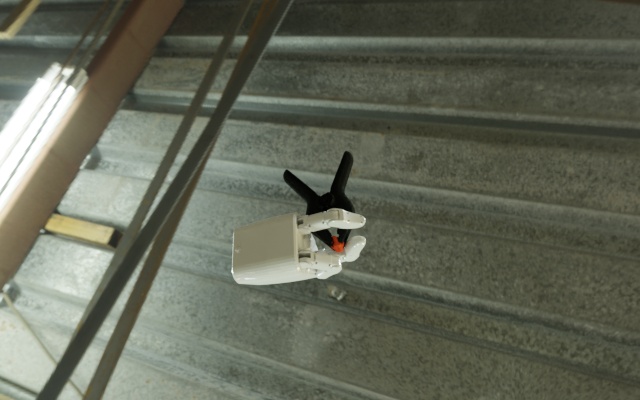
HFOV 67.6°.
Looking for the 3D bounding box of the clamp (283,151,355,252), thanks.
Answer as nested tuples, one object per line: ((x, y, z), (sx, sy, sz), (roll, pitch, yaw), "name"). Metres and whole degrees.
((0.000, 0.003, 0.766), (0.120, 0.171, 0.039), (-12, -32, 15), "clamp")
